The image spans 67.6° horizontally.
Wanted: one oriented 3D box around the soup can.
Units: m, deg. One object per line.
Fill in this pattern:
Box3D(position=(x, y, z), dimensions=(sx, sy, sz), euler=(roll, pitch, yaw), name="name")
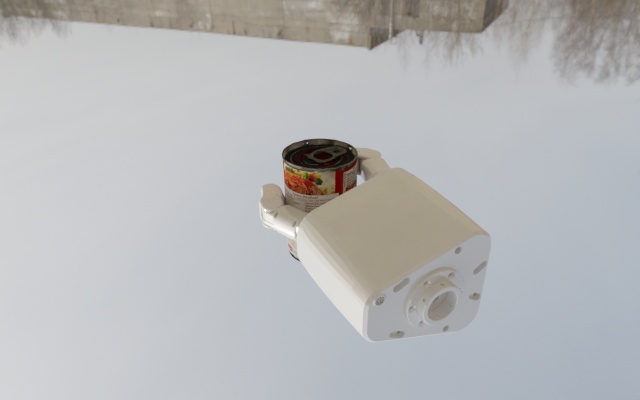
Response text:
Box3D(position=(0.000, 0.002, 0.449), dimensions=(0.068, 0.102, 0.068), euler=(-1, 29, 0), name="soup can")
